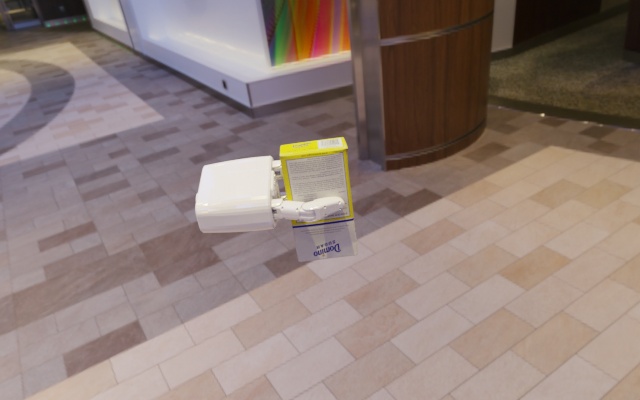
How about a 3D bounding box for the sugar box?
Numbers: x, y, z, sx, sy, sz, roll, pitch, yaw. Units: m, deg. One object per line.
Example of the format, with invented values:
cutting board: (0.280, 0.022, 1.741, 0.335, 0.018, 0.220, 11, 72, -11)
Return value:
sugar box: (0.000, 0.002, 0.693, 0.093, 0.176, 0.048, -7, 30, 1)
